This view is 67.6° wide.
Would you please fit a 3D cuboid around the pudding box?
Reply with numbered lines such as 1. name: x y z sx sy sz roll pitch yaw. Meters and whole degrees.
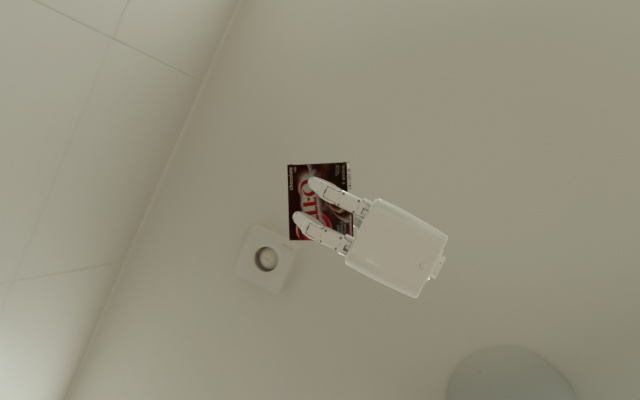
1. pudding box: 0.000 0.002 0.690 0.090 0.113 0.039 -2 -1 16
